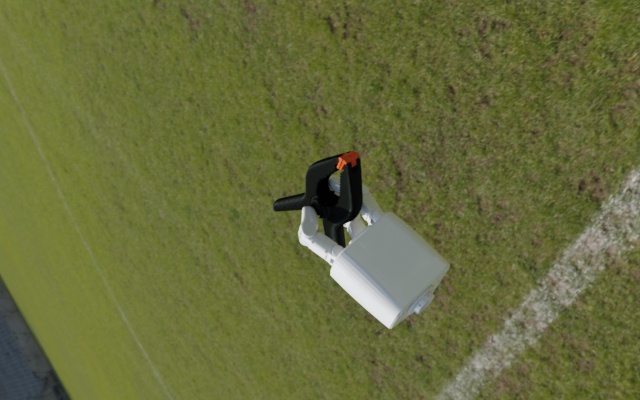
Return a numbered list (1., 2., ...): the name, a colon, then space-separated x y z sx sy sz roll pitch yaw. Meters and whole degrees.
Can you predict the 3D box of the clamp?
1. clamp: 0.000 0.002 0.676 0.036 0.210 0.164 -30 61 -37
